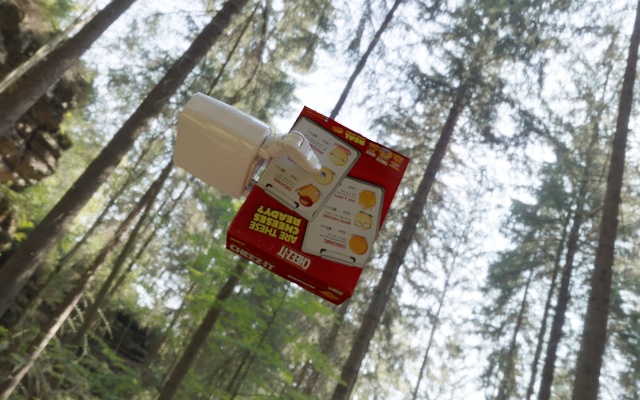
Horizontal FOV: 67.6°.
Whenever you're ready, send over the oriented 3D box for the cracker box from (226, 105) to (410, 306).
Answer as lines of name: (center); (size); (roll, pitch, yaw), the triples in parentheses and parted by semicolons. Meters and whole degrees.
cracker box: (0.000, 0.002, 0.619); (0.164, 0.213, 0.072); (27, -28, 0)
